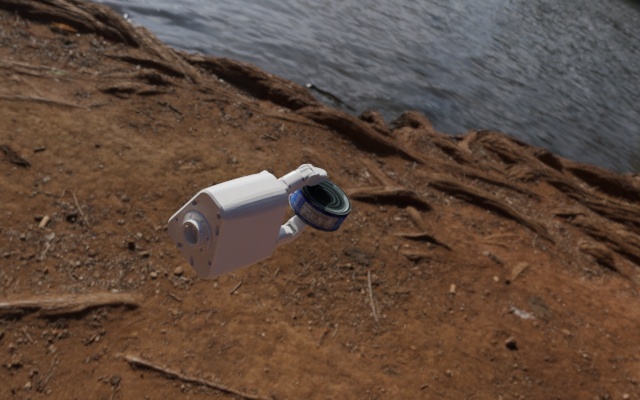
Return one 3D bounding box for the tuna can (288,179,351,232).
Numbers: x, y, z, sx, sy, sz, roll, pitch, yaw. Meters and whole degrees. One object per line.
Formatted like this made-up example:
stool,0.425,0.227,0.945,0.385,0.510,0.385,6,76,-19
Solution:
tuna can,0.000,0.002,0.673,0.086,0.034,0.086,25,31,-16
